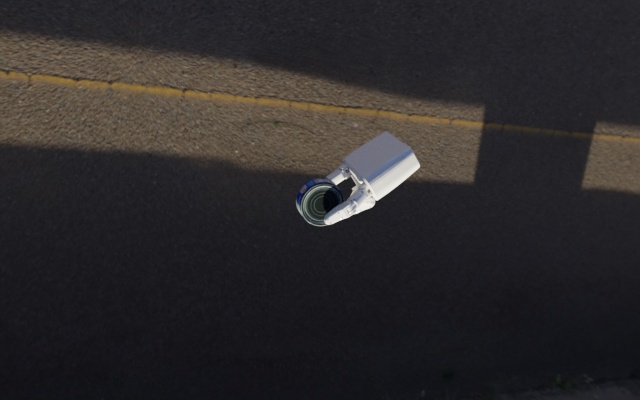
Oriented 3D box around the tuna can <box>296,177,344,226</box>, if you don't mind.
[{"bbox_3d":[0.000,0.003,0.877,0.086,0.086,0.033,0,20,-16],"label":"tuna can"}]
